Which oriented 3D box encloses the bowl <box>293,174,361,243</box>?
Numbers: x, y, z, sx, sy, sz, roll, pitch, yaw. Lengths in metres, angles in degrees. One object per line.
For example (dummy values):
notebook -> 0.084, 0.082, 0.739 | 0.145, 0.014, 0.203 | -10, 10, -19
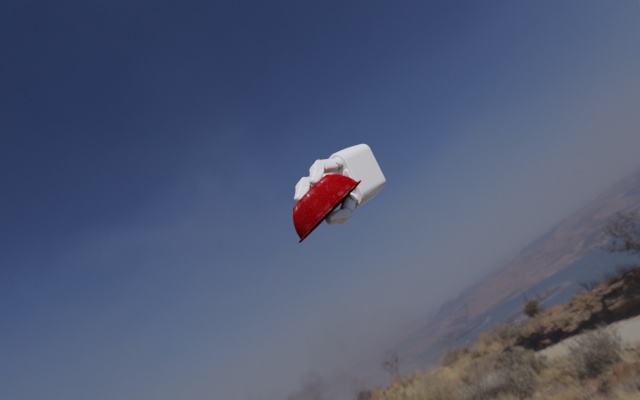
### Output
bowl -> -0.001, 0.003, 0.875 | 0.055, 0.162, 0.162 | 45, -3, 3
